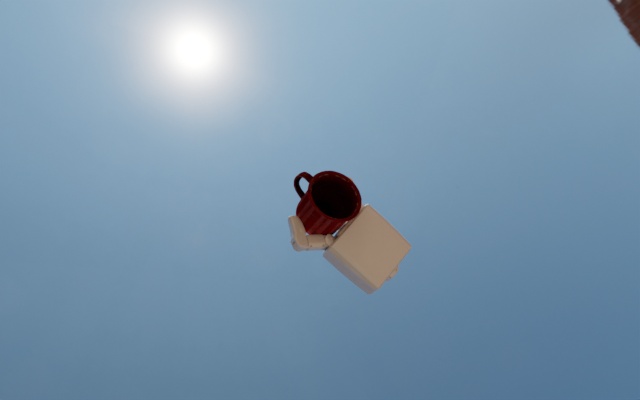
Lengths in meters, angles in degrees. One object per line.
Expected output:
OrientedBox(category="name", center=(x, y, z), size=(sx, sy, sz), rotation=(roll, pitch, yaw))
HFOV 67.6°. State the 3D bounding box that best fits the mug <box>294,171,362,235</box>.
OrientedBox(category="mug", center=(-0.001, 0.002, 0.789), size=(0.093, 0.117, 0.081), rotation=(-45, -4, -36))
